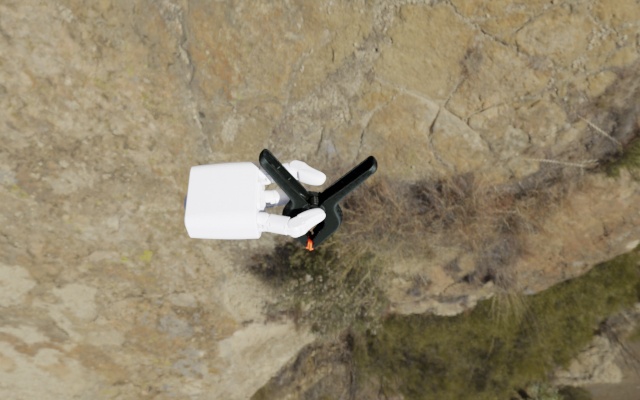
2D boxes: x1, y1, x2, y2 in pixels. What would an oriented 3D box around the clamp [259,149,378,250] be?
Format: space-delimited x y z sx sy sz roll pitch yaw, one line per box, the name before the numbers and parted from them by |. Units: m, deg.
clamp | 0.000 0.003 0.725 0.164 0.036 0.210 0 -42 2
